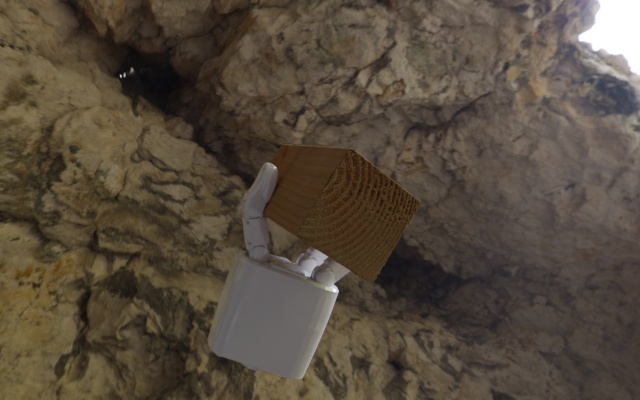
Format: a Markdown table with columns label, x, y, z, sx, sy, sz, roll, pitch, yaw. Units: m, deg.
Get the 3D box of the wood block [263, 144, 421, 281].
| label | x | y | z | sx | sy | sz | roll | pitch | yaw |
| --- | --- | --- | --- | --- | --- | --- | --- | --- | --- |
| wood block | 0.000 | 0.002 | 0.509 | 0.091 | 0.090 | 0.206 | 34 | -5 | -22 |
